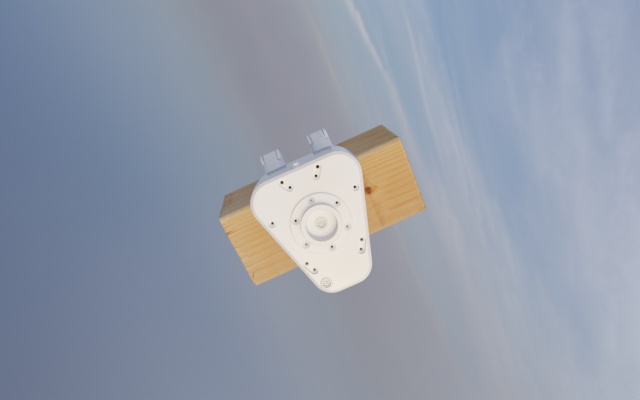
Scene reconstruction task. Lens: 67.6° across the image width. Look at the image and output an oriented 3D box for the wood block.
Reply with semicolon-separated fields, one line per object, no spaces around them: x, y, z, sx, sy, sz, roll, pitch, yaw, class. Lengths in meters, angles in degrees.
0.000;0.002;0.547;0.206;0.091;0.090;-24;19;1;wood block
